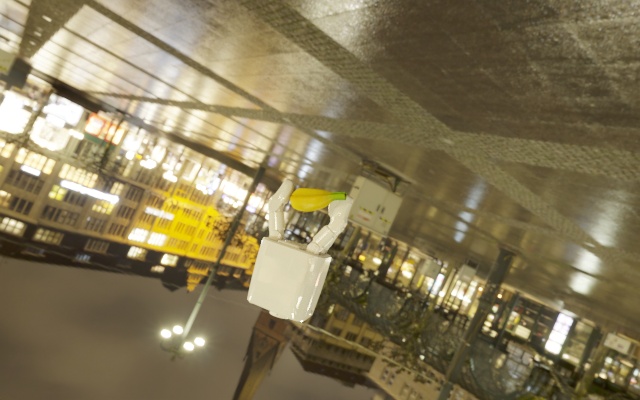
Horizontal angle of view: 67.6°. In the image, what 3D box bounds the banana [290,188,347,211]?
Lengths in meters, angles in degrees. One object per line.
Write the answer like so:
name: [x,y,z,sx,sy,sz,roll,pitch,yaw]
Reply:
banana: [-0.017,0.000,0.785,0.069,0.037,0.198,8,-1,-14]
